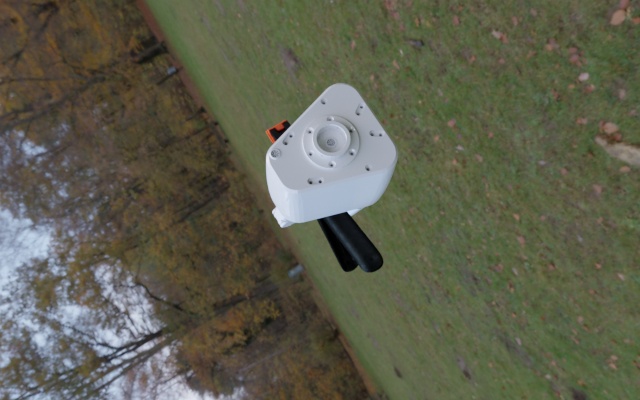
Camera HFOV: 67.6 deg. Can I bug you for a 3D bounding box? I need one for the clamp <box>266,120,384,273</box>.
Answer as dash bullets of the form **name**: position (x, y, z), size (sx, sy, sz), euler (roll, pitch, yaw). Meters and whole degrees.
- **clamp**: position (-0.001, 0.002, 0.575), size (0.036, 0.210, 0.164), euler (-31, -11, -10)
